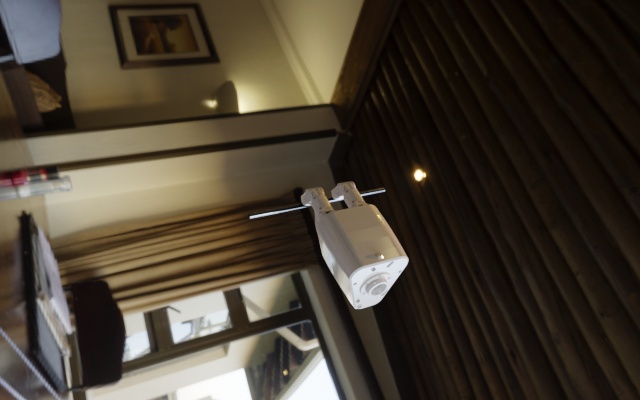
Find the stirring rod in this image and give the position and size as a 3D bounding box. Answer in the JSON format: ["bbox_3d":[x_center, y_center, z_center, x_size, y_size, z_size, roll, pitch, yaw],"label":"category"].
[{"bbox_3d":[0.000,0.003,0.777,0.239,0.011,0.011,-11,4,-22],"label":"stirring rod"}]
